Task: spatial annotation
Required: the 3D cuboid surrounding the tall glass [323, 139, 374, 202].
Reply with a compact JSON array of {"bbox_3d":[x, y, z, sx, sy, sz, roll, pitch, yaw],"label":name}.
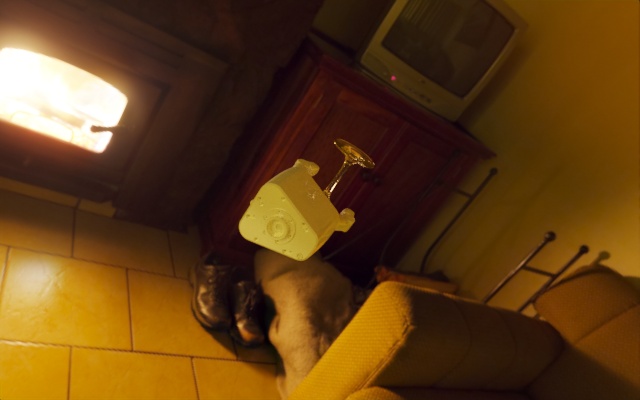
[{"bbox_3d":[0.001,0.002,0.777,0.079,0.201,0.079,30,22,-13],"label":"tall glass"}]
